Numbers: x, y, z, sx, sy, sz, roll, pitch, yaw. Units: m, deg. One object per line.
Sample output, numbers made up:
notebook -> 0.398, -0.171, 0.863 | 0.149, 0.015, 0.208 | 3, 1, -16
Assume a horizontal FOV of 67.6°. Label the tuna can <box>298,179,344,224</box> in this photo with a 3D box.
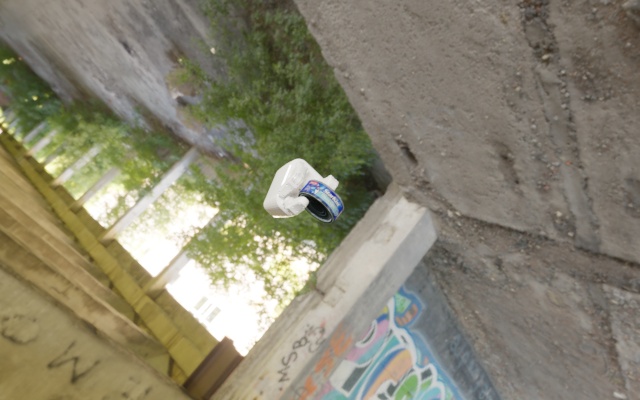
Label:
tuna can -> 0.000, 0.003, 0.888 | 0.086, 0.033, 0.086 | 33, -24, 17
